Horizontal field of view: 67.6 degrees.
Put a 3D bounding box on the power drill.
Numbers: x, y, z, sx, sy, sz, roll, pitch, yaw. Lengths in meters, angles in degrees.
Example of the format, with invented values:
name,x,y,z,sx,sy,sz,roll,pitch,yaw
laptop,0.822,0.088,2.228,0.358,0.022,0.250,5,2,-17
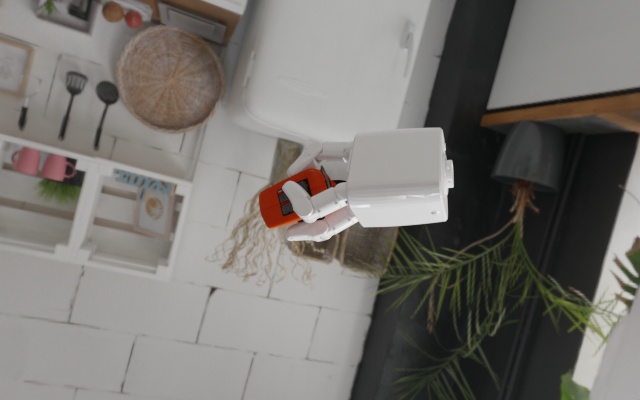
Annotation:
name,x,y,z,sx,sy,sz,roll,pitch,yaw
power drill,0.000,0.002,0.682,0.184,0.057,0.187,-24,-11,31
